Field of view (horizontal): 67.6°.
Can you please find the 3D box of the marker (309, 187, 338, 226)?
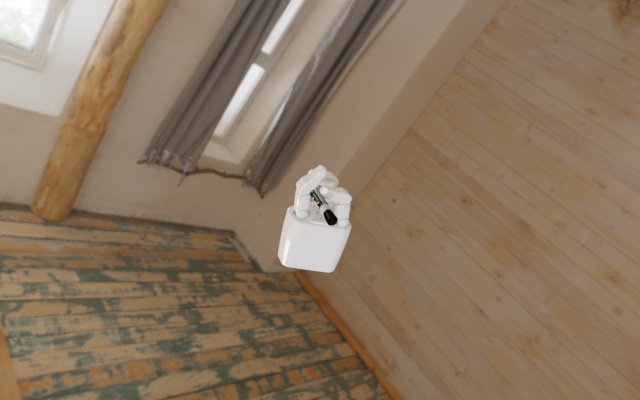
[{"bbox_3d":[0.000,0.003,0.798,0.020,0.020,0.121,0,34,-25],"label":"marker"}]
